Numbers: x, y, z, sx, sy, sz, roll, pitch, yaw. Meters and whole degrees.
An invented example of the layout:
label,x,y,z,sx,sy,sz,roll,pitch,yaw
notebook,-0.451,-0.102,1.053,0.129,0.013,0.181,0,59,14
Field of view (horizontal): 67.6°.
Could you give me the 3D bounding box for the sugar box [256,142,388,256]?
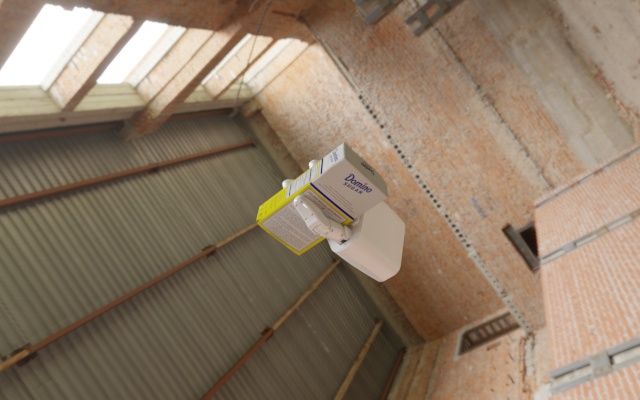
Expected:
label,x,y,z,sx,sy,sz,roll,pitch,yaw
sugar box,0.000,0.002,0.688,0.176,0.048,0.093,-36,-60,26
